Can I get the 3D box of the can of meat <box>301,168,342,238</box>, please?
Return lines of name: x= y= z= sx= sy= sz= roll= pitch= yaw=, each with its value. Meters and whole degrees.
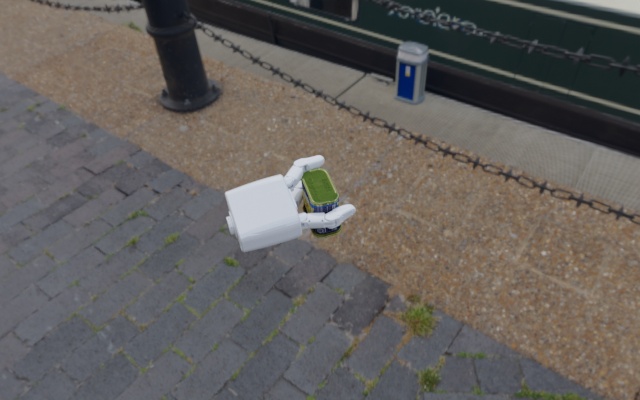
can of meat: x=0.000 y=0.003 z=0.871 sx=0.057 sy=0.084 sz=0.102 roll=-14 pitch=44 yaw=-10
